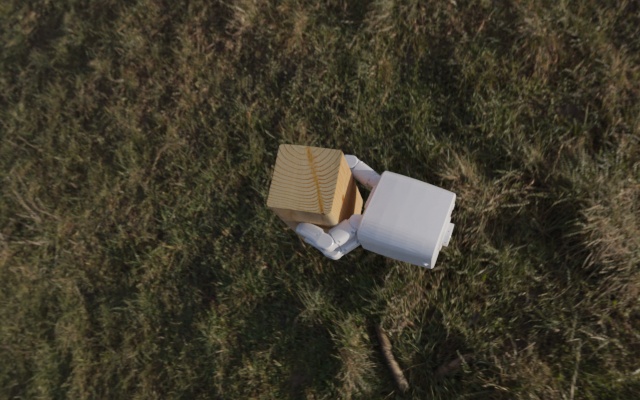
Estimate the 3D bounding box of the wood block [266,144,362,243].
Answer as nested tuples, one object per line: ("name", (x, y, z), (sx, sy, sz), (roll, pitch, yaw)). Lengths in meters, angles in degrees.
("wood block", (0.001, 0.002, 0.712), (0.090, 0.090, 0.206), (7, -16, 15))
